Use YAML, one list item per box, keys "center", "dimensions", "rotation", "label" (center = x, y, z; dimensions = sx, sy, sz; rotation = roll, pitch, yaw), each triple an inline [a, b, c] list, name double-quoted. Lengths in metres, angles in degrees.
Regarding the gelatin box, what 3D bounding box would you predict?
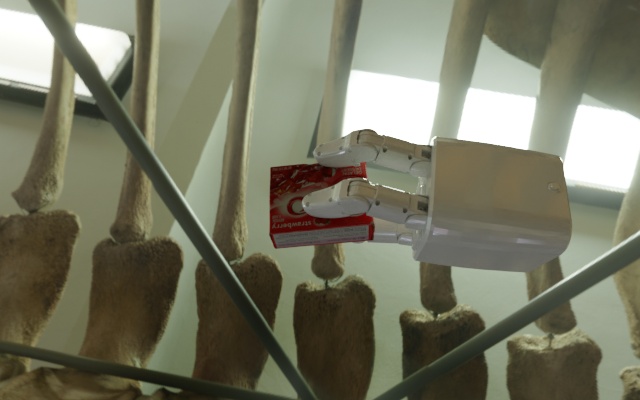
- center: [0.000, 0.002, 0.423]
  dimensions: [0.089, 0.073, 0.030]
  rotation: [-6, -36, 3]
  label: "gelatin box"
